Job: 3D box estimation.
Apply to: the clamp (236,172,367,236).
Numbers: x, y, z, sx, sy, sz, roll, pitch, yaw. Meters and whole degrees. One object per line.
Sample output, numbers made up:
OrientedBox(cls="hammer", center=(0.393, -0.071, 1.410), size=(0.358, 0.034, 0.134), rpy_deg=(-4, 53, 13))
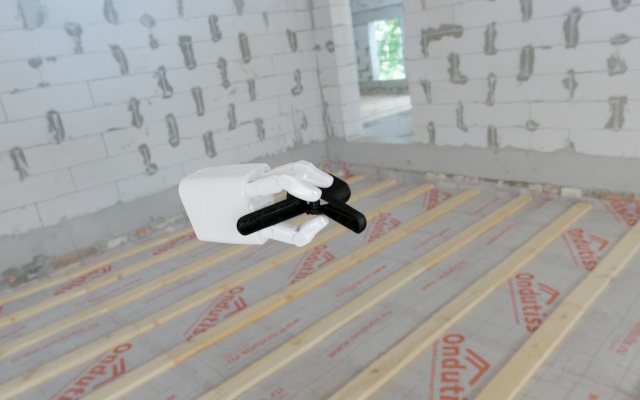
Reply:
OrientedBox(cls="clamp", center=(0.000, 0.003, 0.665), size=(0.164, 0.036, 0.210), rpy_deg=(1, 20, 18))
